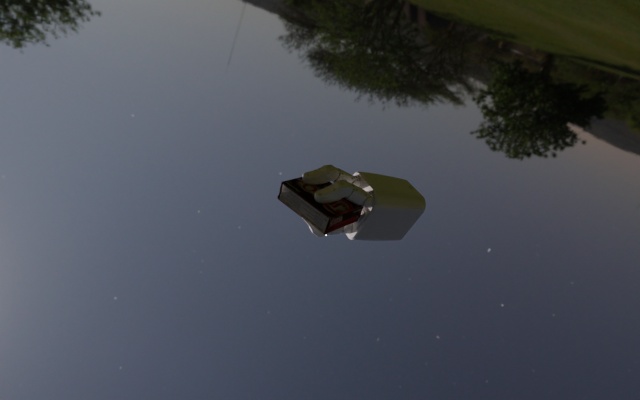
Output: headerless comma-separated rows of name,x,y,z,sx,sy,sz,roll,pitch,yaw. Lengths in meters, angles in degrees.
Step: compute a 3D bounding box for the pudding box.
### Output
pudding box,0.000,0.003,0.782,0.113,0.039,0.090,34,31,29
